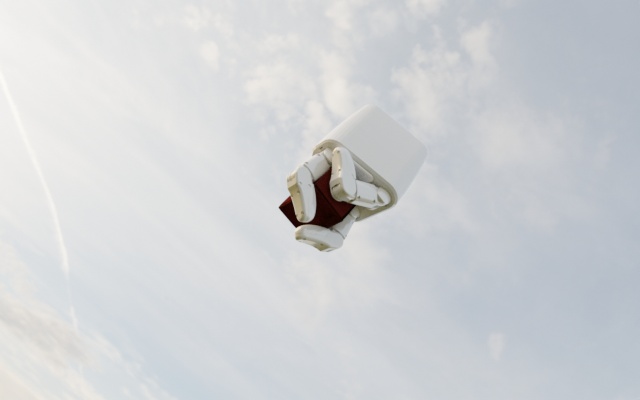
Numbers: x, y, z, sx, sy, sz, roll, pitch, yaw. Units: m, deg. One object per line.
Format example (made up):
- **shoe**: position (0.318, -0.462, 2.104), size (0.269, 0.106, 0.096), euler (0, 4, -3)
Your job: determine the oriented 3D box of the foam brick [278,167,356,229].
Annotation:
- **foam brick**: position (0.000, 0.002, 0.565), size (0.078, 0.053, 0.051), euler (-27, 15, 48)
